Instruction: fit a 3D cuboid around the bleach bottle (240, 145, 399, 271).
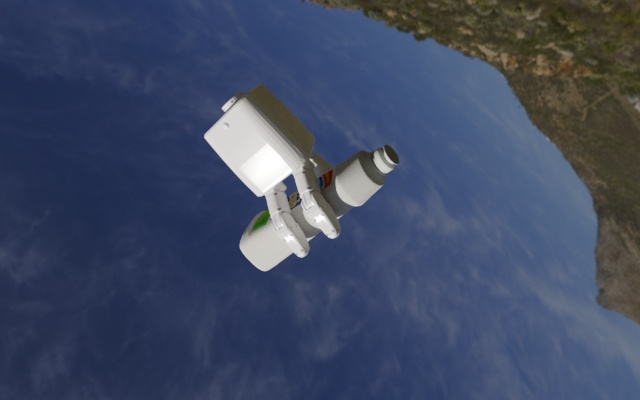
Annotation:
[{"bbox_3d":[0.000,0.002,0.640,0.251,0.068,0.102,-35,15,32],"label":"bleach bottle"}]
